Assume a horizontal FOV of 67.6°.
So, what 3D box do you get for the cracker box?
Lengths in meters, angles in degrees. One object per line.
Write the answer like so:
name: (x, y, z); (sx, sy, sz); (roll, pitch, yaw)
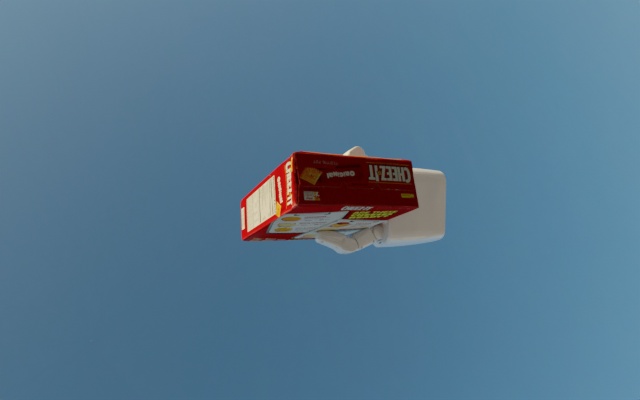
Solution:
cracker box: (0.000, 0.002, 0.642); (0.164, 0.072, 0.214); (1, -15, -25)
